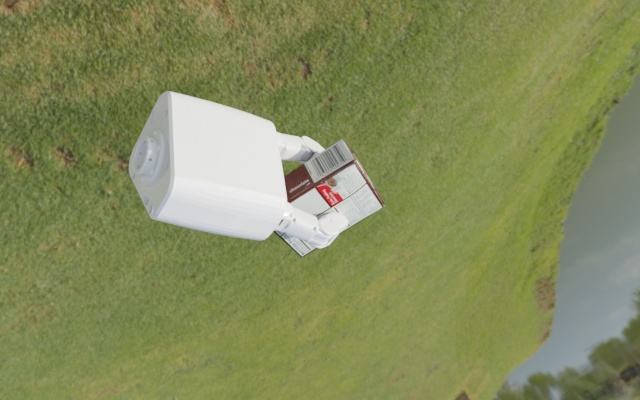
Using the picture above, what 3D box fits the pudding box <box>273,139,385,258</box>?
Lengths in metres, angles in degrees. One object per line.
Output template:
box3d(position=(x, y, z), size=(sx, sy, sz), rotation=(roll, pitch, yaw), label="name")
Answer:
box3d(position=(0.000, 0.002, 0.499), size=(0.113, 0.039, 0.090), rotation=(-31, -40, 7), label="pudding box")
